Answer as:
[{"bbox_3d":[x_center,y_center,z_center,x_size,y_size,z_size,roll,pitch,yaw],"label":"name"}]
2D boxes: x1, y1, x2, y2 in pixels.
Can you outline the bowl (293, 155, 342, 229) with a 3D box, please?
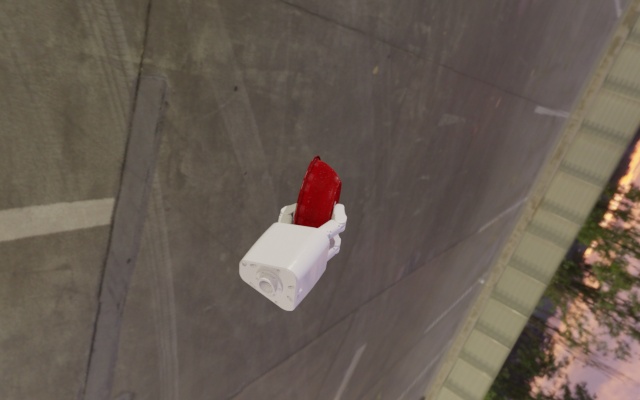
[{"bbox_3d":[0.001,0.002,0.864,0.055,0.162,0.162,14,2,8],"label":"bowl"}]
